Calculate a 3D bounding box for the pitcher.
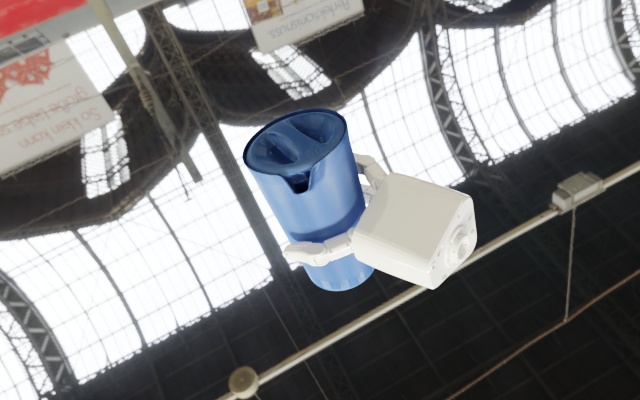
[{"bbox_3d":[0.000,0.002,0.652,0.145,0.243,0.149,18,53,38],"label":"pitcher"}]
